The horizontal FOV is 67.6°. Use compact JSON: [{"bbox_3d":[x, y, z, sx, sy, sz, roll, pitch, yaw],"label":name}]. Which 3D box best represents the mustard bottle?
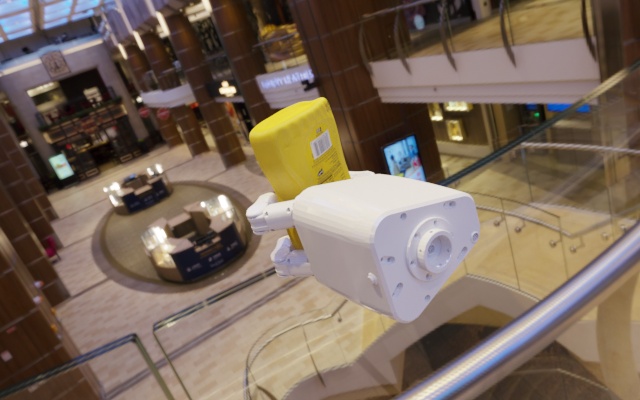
[{"bbox_3d":[0.000,0.001,0.482,0.058,0.192,0.096,-4,26,36],"label":"mustard bottle"}]
